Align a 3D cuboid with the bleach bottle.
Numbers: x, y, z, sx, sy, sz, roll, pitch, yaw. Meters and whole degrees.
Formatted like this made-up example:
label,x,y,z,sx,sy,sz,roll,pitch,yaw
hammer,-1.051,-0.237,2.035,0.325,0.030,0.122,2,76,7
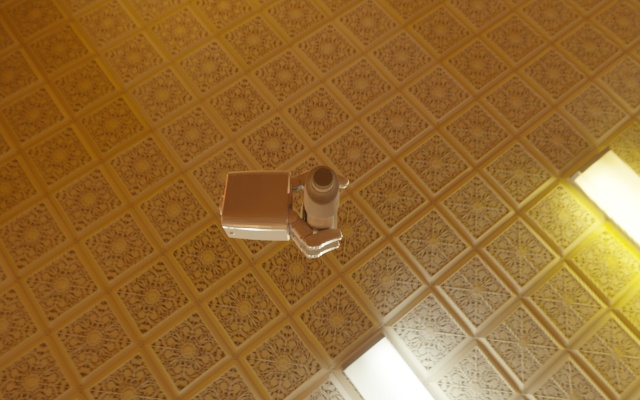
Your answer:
label,x,y,z,sx,sy,sz,roll,pitch,yaw
bleach bottle,0.000,0.003,0.781,0.068,0.102,0.251,1,-20,-1
